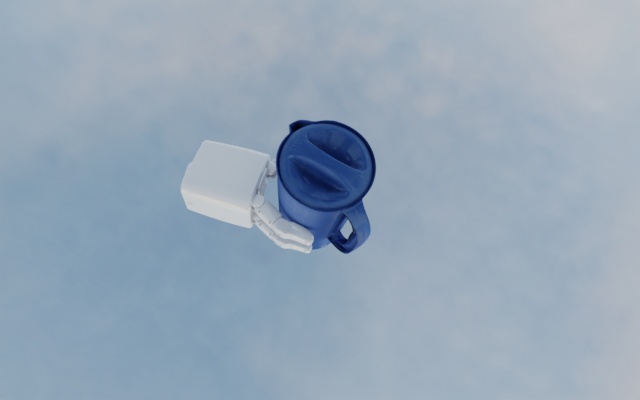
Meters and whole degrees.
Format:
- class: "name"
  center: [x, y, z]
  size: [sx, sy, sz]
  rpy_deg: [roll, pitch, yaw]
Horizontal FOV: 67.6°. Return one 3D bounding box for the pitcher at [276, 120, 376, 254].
- class: "pitcher"
  center: [0.000, 0.002, 0.727]
  size: [0.145, 0.149, 0.243]
  rpy_deg: [13, -23, -1]
